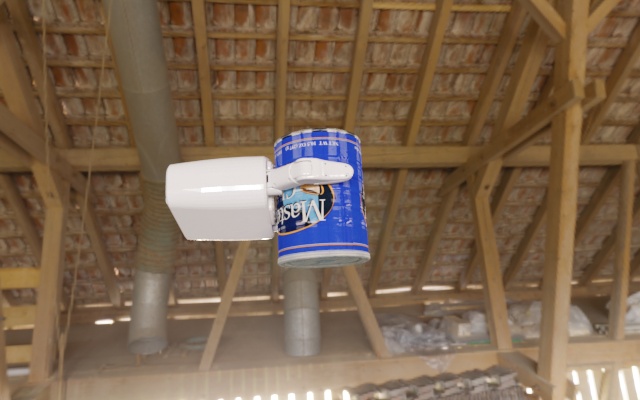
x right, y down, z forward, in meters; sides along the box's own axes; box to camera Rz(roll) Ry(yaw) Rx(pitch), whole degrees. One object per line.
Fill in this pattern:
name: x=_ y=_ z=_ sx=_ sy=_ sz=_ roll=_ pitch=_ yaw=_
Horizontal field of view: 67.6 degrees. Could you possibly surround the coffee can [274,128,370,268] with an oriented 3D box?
coffee can: x=0.000 y=0.002 z=0.546 sx=0.103 sy=0.140 sz=0.103 roll=-3 pitch=-14 yaw=-1
